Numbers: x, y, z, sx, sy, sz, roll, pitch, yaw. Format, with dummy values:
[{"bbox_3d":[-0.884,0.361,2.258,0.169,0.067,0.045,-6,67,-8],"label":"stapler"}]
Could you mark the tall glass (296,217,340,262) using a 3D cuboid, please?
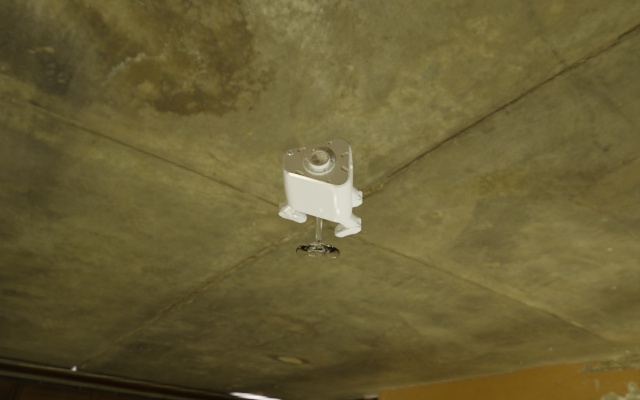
[{"bbox_3d":[0.000,0.003,0.855,0.079,0.201,0.079,2,-30,1],"label":"tall glass"}]
